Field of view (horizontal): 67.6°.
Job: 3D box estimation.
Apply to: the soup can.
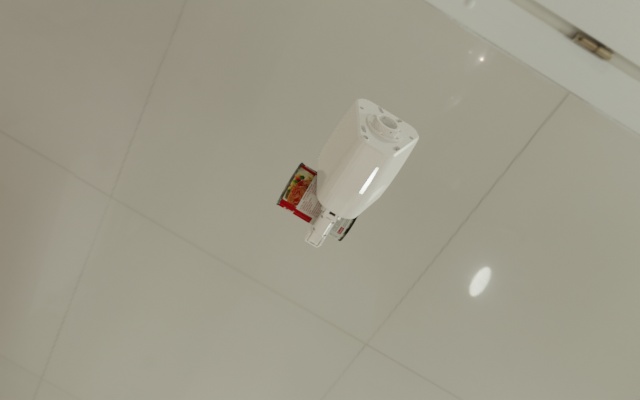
[{"bbox_3d":[0.000,0.003,0.655,0.102,0.068,0.068,31,-1,-2],"label":"soup can"}]
